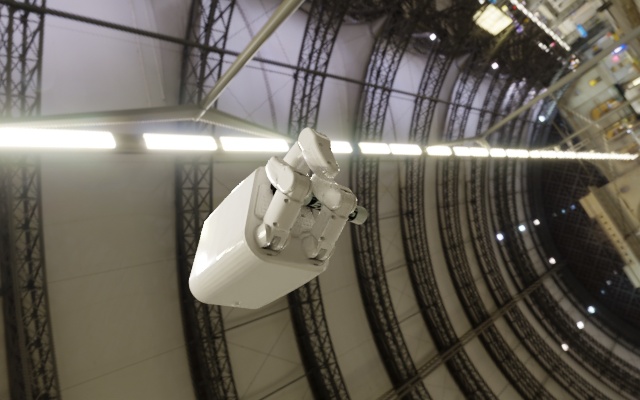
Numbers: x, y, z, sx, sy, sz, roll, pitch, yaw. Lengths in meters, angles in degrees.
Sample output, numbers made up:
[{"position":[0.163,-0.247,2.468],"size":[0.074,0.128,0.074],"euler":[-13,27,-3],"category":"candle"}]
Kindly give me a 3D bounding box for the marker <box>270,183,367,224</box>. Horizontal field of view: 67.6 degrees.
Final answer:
[{"position":[0.000,0.002,0.478],"size":[0.121,0.020,0.020],"euler":[19,-13,-40],"category":"marker"}]
